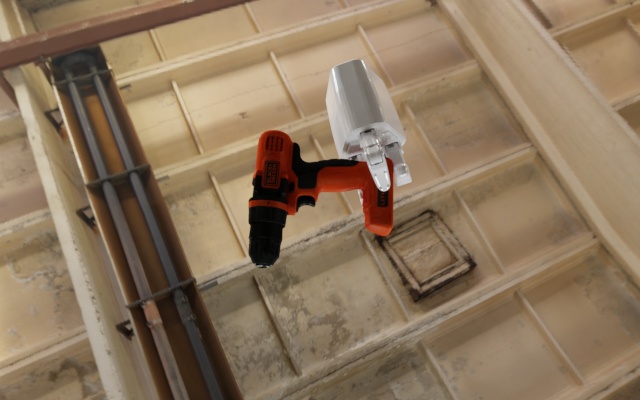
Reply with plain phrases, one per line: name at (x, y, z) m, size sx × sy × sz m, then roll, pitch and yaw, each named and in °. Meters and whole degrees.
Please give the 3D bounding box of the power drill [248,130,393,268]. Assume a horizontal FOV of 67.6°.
power drill at (0.001, 0.002, 0.630) m, size 0.187 × 0.184 × 0.057 m, roll 5°, pitch -14°, yaw -7°
